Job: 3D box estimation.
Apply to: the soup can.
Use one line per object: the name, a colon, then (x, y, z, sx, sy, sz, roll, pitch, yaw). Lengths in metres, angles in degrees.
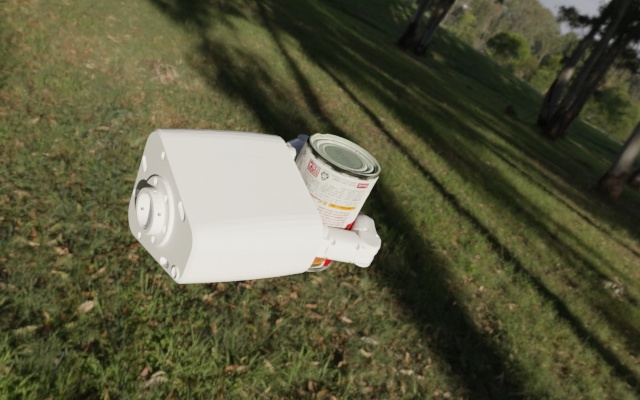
soup can: (0.001, 0.001, 0.415, 0.068, 0.102, 0.068, 21, 27, -11)
